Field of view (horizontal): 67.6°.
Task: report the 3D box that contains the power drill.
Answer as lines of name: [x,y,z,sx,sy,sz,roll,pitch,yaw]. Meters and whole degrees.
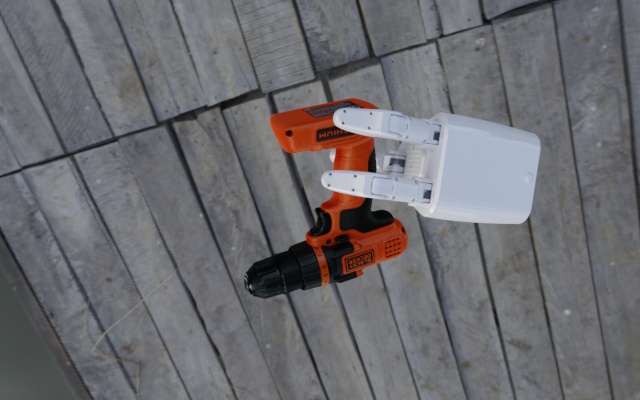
power drill: [0.000,0.001,0.482,0.184,0.188,0.057,-17,29,-19]
